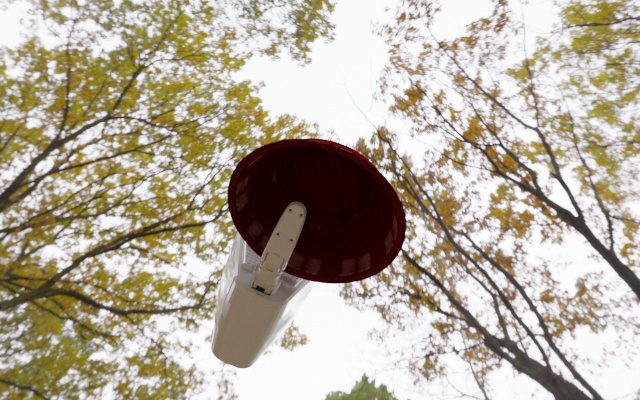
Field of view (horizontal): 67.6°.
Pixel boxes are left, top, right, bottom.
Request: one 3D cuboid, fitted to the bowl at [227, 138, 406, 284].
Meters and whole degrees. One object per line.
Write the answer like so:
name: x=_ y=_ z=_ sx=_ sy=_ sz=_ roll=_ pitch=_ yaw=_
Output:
bowl: x=0.001 y=0.000 z=0.436 sx=0.162 sy=0.162 sz=0.055 roll=0 pitch=37 yaw=19
